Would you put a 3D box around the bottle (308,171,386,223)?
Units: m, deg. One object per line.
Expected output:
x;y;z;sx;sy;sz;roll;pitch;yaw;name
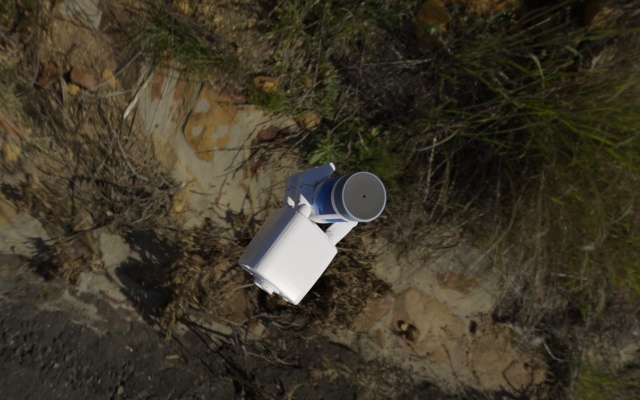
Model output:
0.000;0.002;0.761;0.069;0.069;0.296;0;-3;-23;bottle
